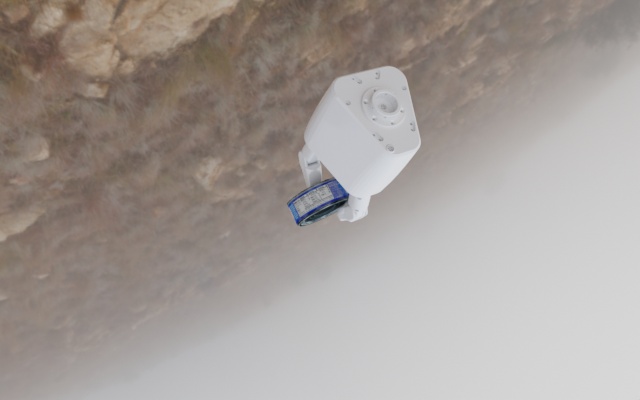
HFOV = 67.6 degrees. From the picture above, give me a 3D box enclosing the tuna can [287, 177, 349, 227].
[{"bbox_3d":[0.000,0.003,0.644,0.086,0.033,0.086,-26,-10,-5],"label":"tuna can"}]
